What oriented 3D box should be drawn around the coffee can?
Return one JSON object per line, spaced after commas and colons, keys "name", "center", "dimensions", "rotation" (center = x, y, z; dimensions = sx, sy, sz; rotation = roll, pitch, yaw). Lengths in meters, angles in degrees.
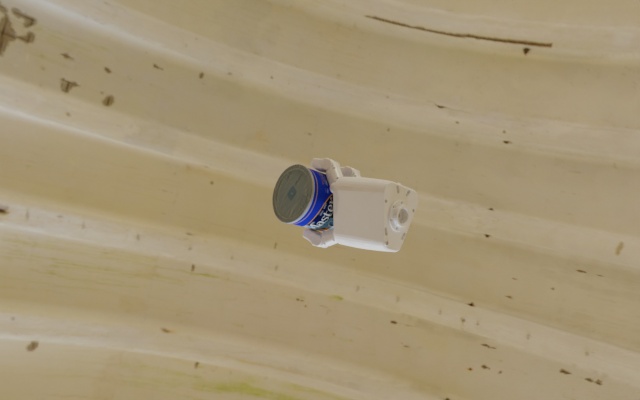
{"name": "coffee can", "center": [0.000, 0.003, 0.854], "dimensions": [0.140, 0.103, 0.103], "rotation": [17, -11, -42]}
